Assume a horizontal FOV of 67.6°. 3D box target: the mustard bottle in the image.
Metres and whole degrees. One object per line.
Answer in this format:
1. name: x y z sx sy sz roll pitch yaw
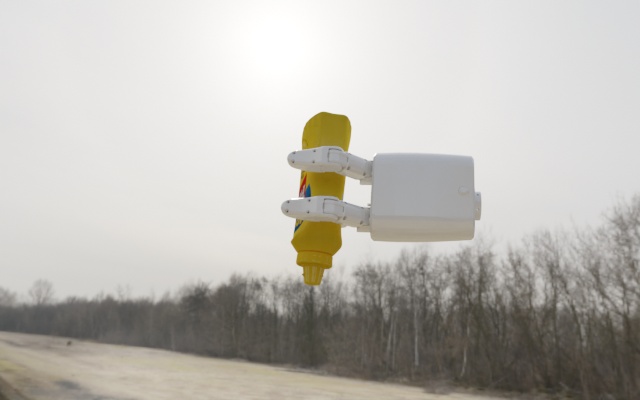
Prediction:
1. mustard bottle: 0.000 0.002 0.554 0.058 0.191 0.096 8 -18 -11
